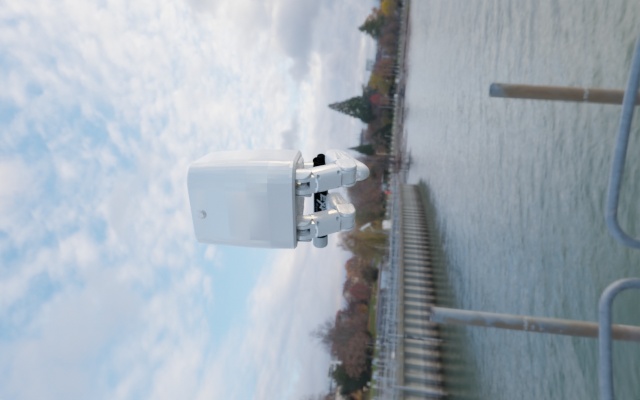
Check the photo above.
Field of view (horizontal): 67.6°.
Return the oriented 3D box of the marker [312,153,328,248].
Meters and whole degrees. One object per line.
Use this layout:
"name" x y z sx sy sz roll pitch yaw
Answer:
"marker" 0.000 0.002 0.556 0.020 0.121 0.020 0 31 0
